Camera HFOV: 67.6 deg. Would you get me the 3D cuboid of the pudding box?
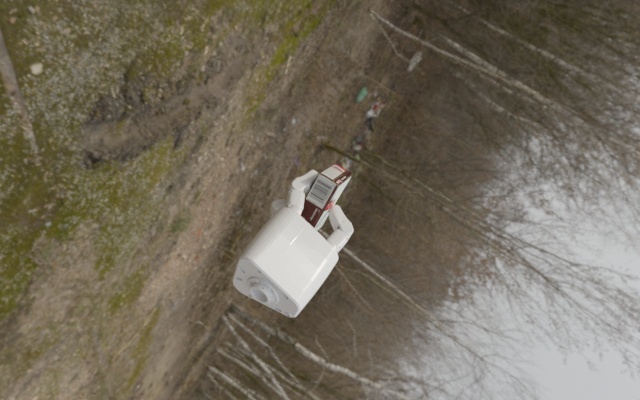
[{"bbox_3d":[0.000,0.003,0.763,0.039,0.113,0.090,34,22,6],"label":"pudding box"}]
